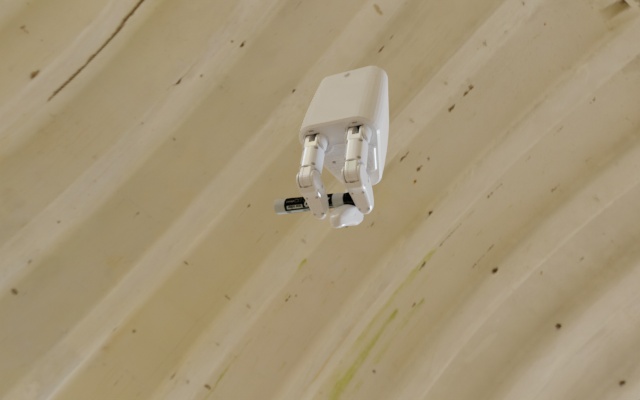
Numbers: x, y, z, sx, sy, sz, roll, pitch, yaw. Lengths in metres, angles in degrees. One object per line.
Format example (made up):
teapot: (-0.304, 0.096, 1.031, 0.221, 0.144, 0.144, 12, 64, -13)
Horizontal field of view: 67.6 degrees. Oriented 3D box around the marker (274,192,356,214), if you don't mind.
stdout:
marker: (0.000, 0.002, 0.566, 0.121, 0.020, 0.020, -6, -3, 26)
